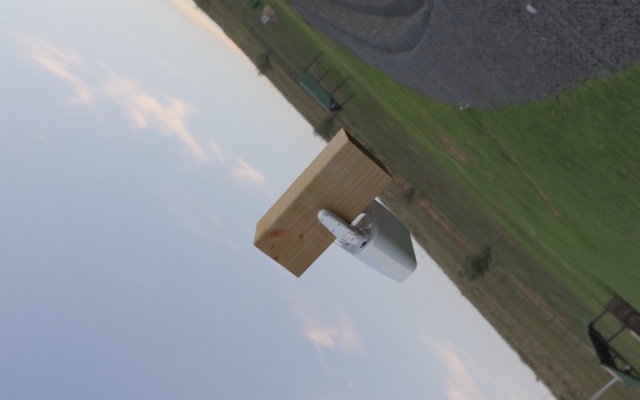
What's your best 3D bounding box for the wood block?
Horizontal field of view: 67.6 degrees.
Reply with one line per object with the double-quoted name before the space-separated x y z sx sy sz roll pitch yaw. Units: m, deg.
"wood block" 0.000 0.003 0.722 0.090 0.206 0.090 39 12 -16
